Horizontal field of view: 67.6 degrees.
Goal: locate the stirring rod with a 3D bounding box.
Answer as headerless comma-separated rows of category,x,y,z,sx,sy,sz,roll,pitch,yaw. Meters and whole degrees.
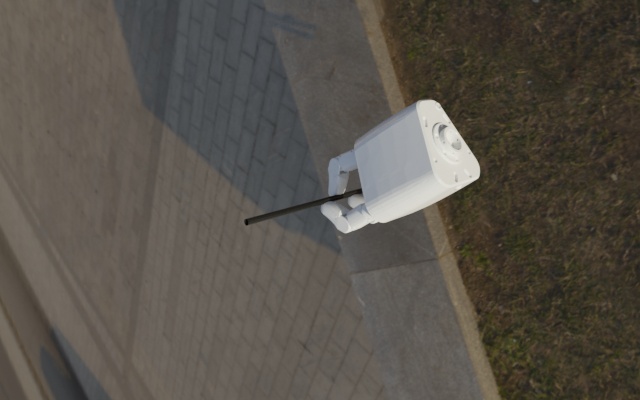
stirring rod,0.000,0.002,0.629,0.239,0.011,0.011,-15,10,-43
